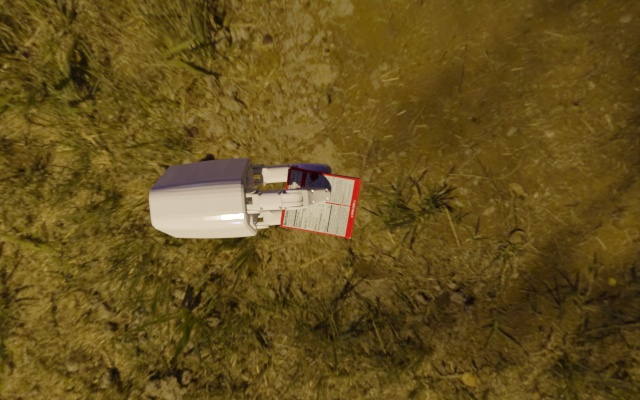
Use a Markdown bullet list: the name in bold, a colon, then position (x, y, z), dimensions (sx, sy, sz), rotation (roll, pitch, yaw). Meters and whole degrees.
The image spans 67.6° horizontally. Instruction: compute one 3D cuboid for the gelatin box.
- **gelatin box**: position (0.000, 0.002, 0.578), dimensions (0.089, 0.073, 0.030), rotation (10, 5, 3)
